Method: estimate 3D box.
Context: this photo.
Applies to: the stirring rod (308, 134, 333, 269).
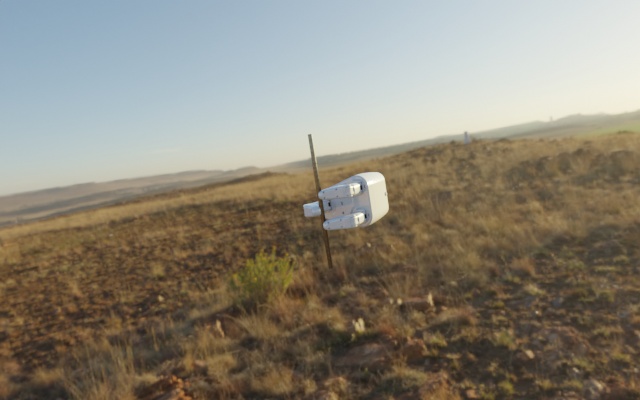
[{"bbox_3d":[0.000,0.003,0.843,0.011,0.239,0.011,-9,5,1],"label":"stirring rod"}]
